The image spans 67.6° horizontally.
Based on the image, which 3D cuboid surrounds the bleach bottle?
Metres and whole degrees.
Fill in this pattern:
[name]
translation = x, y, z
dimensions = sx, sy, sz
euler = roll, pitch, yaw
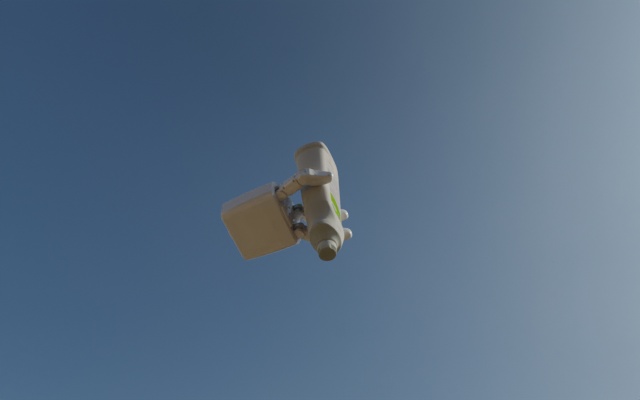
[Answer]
[bleach bottle]
translation = 0.000, 0.003, 0.835
dimensions = 0.068, 0.103, 0.250
euler = -22, 35, 12
